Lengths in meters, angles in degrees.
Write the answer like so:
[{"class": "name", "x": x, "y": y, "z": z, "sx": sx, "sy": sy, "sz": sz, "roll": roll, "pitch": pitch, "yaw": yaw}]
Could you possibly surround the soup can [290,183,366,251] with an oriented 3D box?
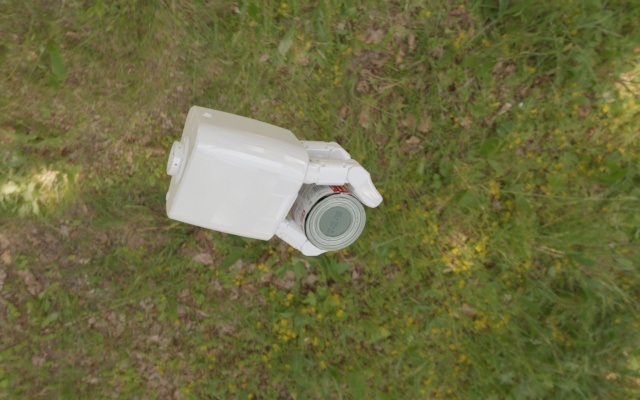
[{"class": "soup can", "x": 0.001, "y": 0.002, "z": 0.524, "sx": 0.068, "sy": 0.068, "sz": 0.102, "roll": 0, "pitch": 25, "yaw": -20}]
